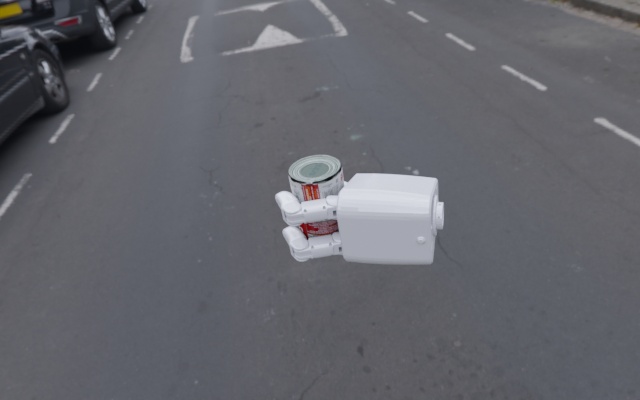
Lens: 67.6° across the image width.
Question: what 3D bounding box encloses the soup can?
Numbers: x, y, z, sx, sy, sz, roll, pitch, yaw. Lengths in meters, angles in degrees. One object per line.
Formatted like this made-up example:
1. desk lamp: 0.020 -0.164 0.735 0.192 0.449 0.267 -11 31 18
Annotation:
1. soup can: 0.000 0.002 0.607 0.068 0.102 0.068 -7 33 5
